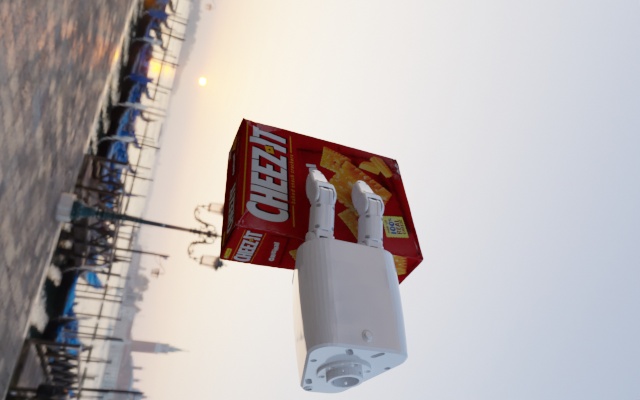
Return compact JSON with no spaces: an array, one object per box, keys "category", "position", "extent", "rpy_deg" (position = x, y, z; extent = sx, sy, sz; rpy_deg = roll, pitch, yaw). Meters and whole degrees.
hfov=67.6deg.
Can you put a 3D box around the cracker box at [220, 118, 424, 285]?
[{"category":"cracker box","position":[0.000,0.002,0.558],"extent":[0.214,0.164,0.072],"rpy_deg":[13,-44,-20]}]
